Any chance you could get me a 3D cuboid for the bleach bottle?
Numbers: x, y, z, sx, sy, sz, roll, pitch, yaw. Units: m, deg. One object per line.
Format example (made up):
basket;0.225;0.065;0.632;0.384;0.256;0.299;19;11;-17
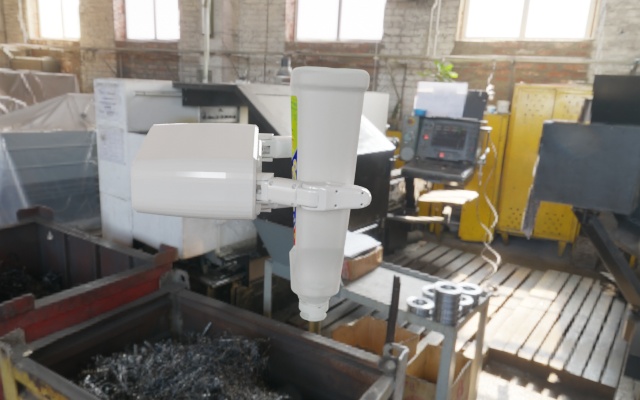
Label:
bleach bottle;0.000;0.001;0.467;0.068;0.251;0.102;1;14;-7
